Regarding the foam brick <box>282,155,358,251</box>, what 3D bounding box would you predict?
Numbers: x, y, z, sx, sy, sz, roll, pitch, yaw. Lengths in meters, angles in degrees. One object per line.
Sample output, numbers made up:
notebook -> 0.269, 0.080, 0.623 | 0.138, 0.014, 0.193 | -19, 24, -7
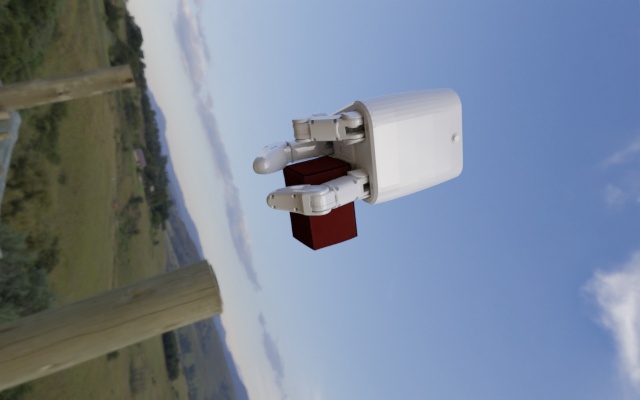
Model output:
foam brick -> 0.000, 0.002, 0.474 | 0.051, 0.078, 0.053 | -15, 21, -24
